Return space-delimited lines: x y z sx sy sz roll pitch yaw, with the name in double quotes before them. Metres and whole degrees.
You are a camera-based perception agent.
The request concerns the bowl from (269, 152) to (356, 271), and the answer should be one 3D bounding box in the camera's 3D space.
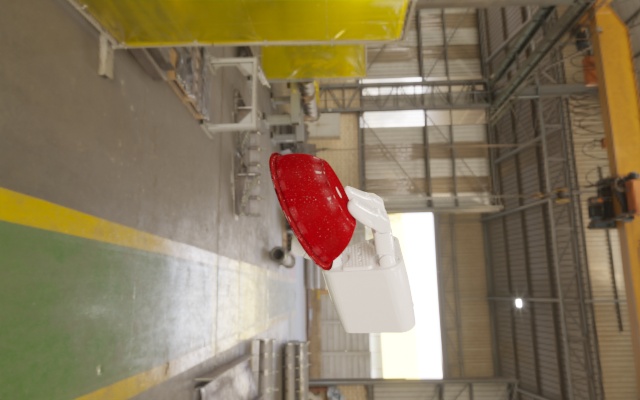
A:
"bowl" 0.000 0.001 0.590 0.055 0.162 0.162 -26 -6 12
